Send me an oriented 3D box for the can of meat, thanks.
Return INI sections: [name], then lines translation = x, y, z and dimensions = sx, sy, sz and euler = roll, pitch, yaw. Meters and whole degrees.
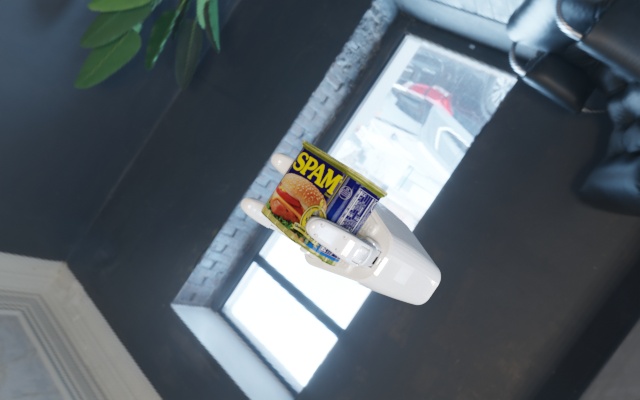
[can of meat]
translation = 0.000, 0.002, 0.457
dimensions = 0.057, 0.084, 0.102
euler = 31, 4, -44
